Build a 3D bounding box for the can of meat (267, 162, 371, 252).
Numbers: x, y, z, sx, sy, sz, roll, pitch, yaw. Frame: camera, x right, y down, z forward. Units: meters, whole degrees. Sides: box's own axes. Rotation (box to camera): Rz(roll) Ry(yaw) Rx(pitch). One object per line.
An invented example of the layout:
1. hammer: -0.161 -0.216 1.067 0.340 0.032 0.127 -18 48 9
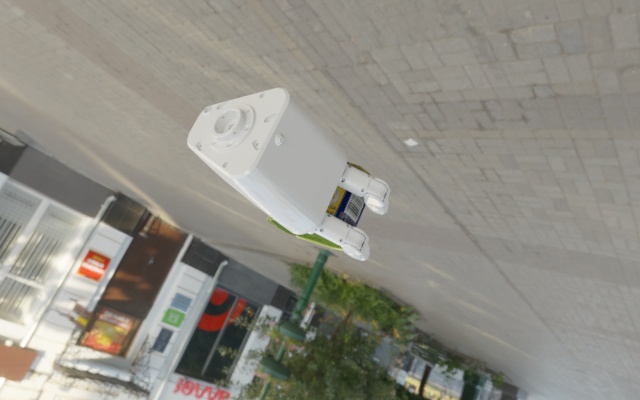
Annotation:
1. can of meat: 0.000 0.002 0.534 0.102 0.084 0.057 14 -20 35
